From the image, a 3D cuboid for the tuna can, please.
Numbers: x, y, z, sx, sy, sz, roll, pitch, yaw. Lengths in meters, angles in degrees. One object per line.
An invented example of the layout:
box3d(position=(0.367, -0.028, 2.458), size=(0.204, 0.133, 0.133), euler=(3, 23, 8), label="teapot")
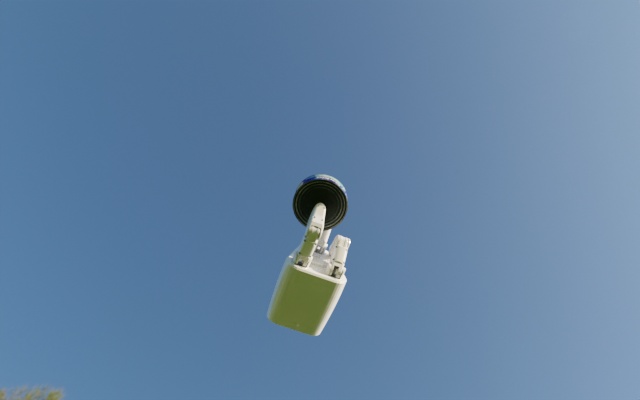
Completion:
box3d(position=(0.000, 0.002, 0.751), size=(0.086, 0.086, 0.033), euler=(0, 20, 3), label="tuna can")
